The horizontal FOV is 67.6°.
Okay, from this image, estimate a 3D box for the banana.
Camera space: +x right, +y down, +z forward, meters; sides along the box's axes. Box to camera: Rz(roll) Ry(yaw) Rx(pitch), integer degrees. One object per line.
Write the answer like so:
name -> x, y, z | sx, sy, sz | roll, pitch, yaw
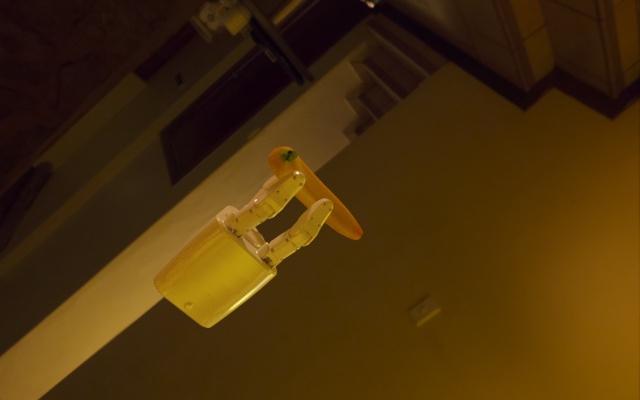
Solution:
banana -> -0.011, -0.010, 0.581 | 0.069, 0.037, 0.198 | 48, 1, 41
